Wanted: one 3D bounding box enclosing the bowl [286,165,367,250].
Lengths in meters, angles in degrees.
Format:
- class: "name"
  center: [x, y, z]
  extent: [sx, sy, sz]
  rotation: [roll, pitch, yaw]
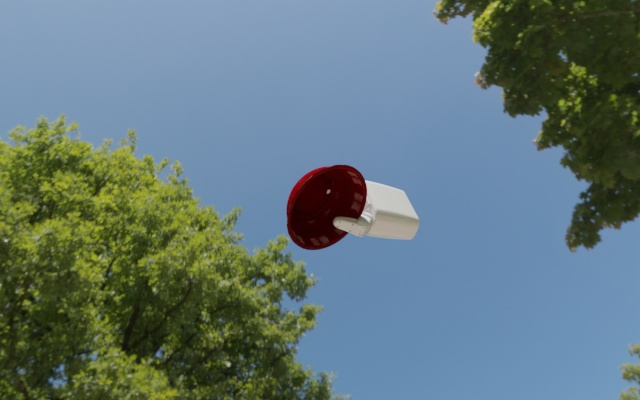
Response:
- class: "bowl"
  center: [-0.001, 0.002, 0.813]
  extent: [0.162, 0.162, 0.055]
  rotation: [0, 27, -39]
